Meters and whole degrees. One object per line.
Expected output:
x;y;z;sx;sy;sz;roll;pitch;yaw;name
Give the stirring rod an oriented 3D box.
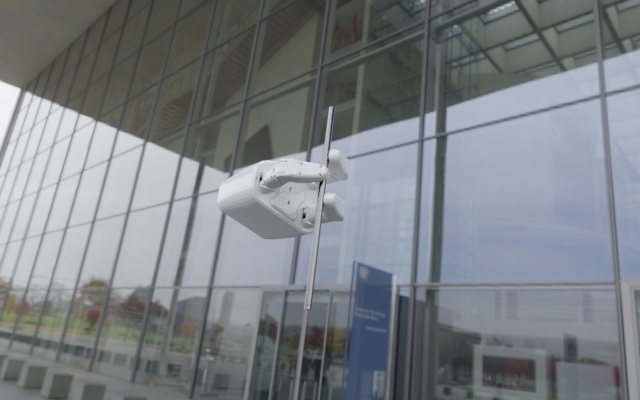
0.000;0.002;0.543;0.011;0.239;0.011;6;-18;2;stirring rod
